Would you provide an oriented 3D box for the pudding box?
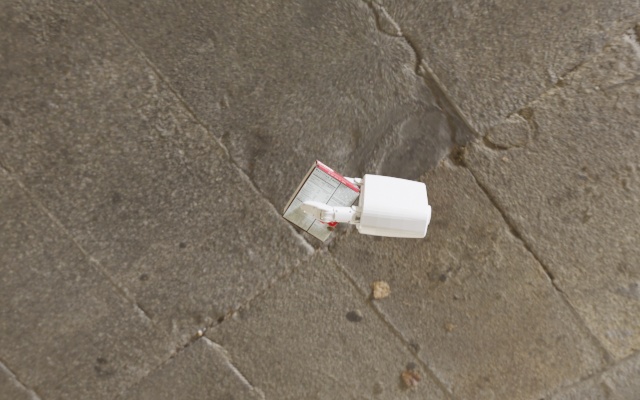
[{"bbox_3d":[0.000,0.003,0.803,0.090,0.113,0.039,33,17,-8],"label":"pudding box"}]
